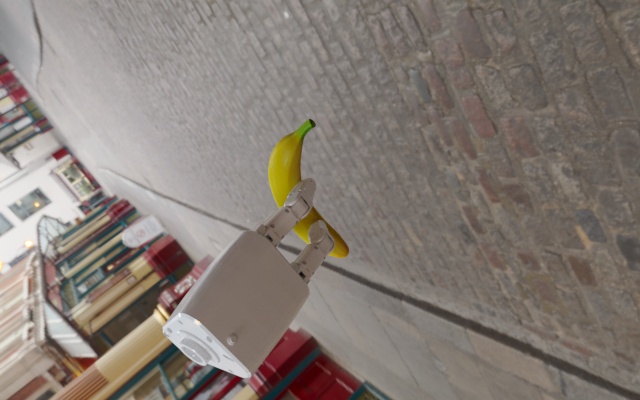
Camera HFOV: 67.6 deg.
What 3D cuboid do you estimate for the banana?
[{"bbox_3d":[-0.019,0.001,0.566,0.069,0.198,0.037,-4,38,17],"label":"banana"}]
